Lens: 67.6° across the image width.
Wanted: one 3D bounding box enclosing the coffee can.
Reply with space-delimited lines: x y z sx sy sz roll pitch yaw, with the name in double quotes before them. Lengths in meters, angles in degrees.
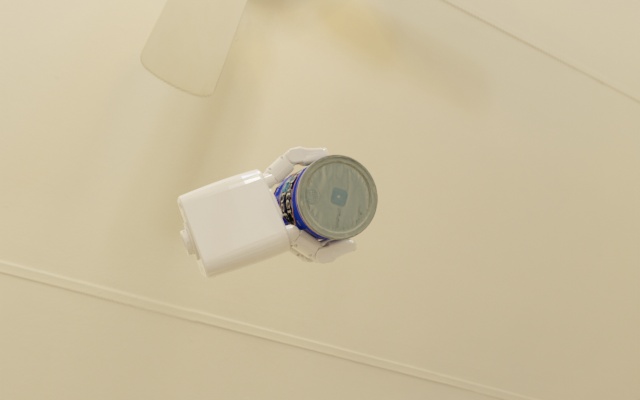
"coffee can" 0.000 0.002 0.635 0.103 0.103 0.140 0 -5 -19
